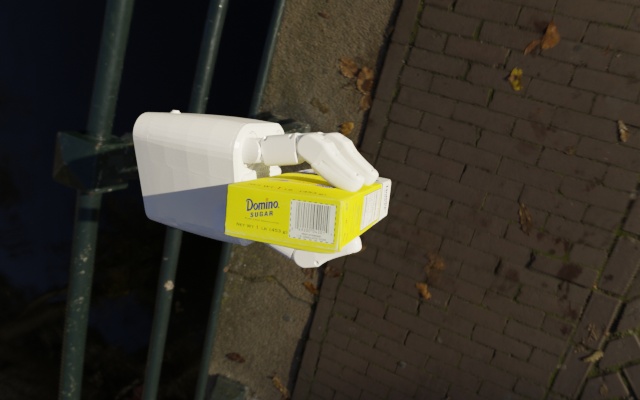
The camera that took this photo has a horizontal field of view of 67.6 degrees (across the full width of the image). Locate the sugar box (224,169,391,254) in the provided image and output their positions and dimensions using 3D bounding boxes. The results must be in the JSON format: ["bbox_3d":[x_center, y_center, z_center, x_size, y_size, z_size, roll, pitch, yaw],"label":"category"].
[{"bbox_3d":[0.000,0.001,0.424,0.093,0.048,0.176,9,13,17],"label":"sugar box"}]
